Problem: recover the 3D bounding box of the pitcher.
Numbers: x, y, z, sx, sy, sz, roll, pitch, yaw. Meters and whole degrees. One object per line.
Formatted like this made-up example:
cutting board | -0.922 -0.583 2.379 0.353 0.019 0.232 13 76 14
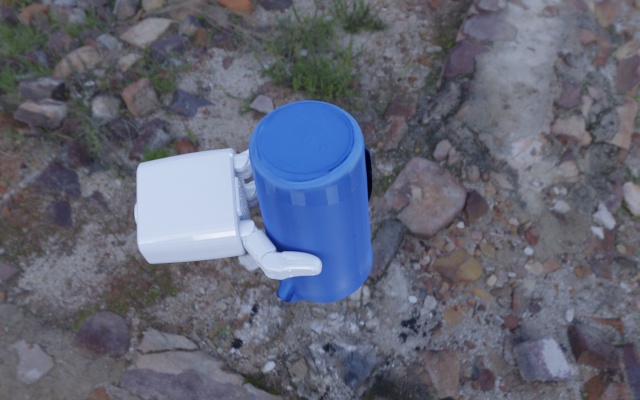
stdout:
pitcher | 0.000 0.002 0.538 0.145 0.149 0.243 -8 -34 -1
